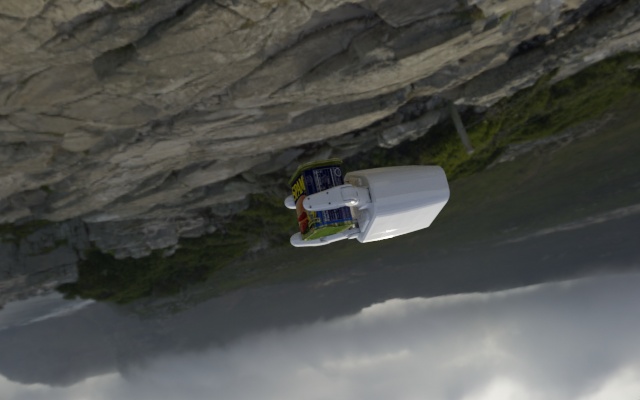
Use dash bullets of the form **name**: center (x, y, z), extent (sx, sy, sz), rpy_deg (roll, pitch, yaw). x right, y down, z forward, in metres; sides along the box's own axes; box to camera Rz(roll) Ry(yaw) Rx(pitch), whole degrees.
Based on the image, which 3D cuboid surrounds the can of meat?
- **can of meat**: center (0.000, 0.002, 0.616), extent (0.057, 0.084, 0.102), rpy_deg (-9, -10, -17)
